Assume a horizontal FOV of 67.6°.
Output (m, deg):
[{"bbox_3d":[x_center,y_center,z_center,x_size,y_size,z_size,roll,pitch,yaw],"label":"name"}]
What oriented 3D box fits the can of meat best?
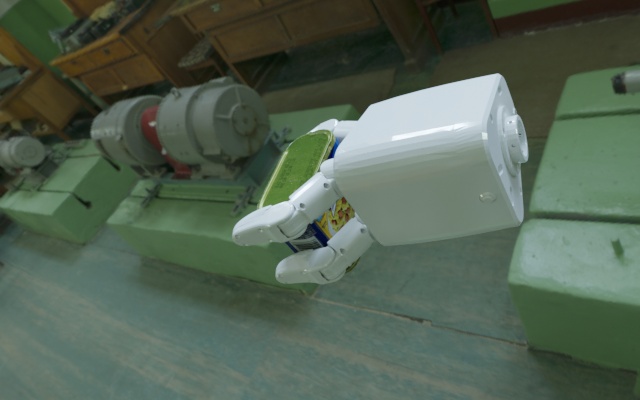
[{"bbox_3d":[0.000,0.001,0.417,0.057,0.102,0.084,-7,-43,35],"label":"can of meat"}]
